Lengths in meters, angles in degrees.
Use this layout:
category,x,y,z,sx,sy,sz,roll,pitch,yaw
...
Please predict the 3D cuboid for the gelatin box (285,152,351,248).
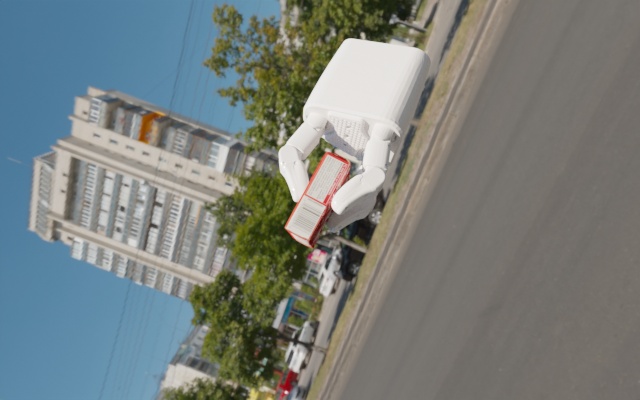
category,x,y,z,sx,sy,sz,roll,pitch,yaw
gelatin box,0.000,0.002,0.489,0.030,0.089,0.073,28,-9,7
